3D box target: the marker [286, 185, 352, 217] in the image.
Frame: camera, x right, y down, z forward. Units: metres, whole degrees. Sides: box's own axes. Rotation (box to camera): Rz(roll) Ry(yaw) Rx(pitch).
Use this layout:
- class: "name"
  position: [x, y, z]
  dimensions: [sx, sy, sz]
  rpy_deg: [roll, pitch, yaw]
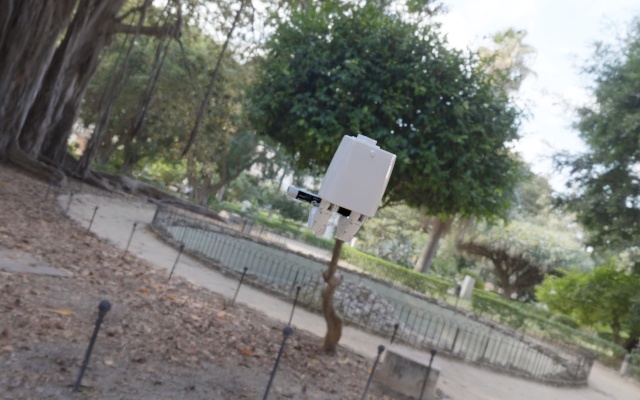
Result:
- class: "marker"
  position: [0.000, 0.003, 0.806]
  dimensions: [0.121, 0.020, 0.020]
  rpy_deg: [20, -6, -18]
